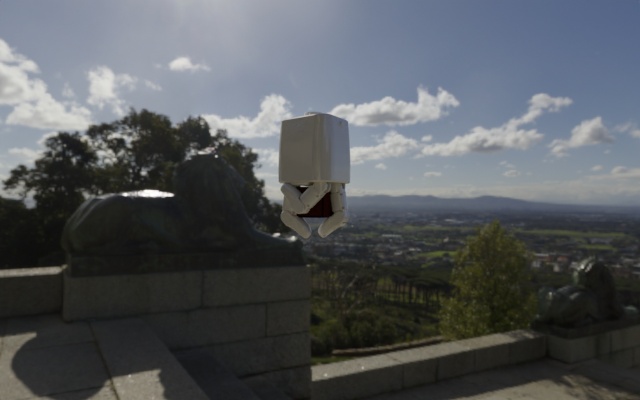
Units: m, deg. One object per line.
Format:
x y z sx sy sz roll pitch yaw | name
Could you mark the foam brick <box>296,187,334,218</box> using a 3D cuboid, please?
0.000 0.003 0.810 0.053 0.051 0.078 0 0 27 | foam brick
